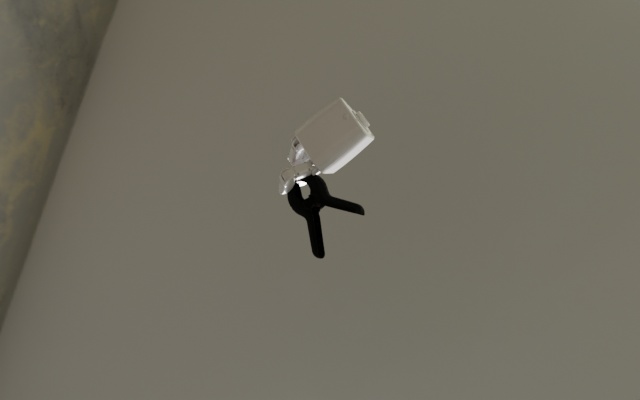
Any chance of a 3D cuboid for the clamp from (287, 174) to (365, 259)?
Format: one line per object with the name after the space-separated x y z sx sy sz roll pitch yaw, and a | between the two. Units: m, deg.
0.000 0.003 0.846 0.120 0.171 0.039 -37 -23 14 | clamp
